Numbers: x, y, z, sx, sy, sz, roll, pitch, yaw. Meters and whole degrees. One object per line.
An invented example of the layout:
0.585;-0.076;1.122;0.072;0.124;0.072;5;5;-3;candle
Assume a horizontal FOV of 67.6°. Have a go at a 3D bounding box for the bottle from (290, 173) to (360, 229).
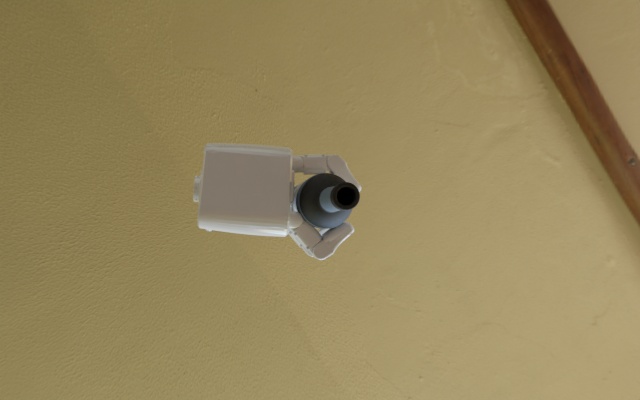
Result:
0.000;0.002;0.602;0.069;0.069;0.296;0;-2;-10;bottle
